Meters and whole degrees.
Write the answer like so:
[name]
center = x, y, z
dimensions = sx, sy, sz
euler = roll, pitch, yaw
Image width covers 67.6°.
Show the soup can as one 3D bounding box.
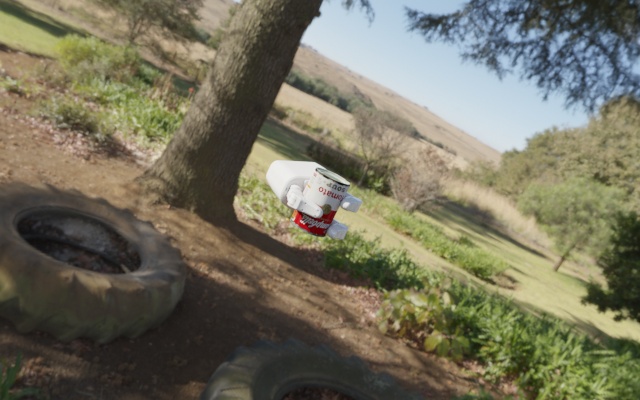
[soup can]
center = 0.000, 0.003, 0.819
dimensions = 0.068, 0.102, 0.068
euler = 25, 12, -6
